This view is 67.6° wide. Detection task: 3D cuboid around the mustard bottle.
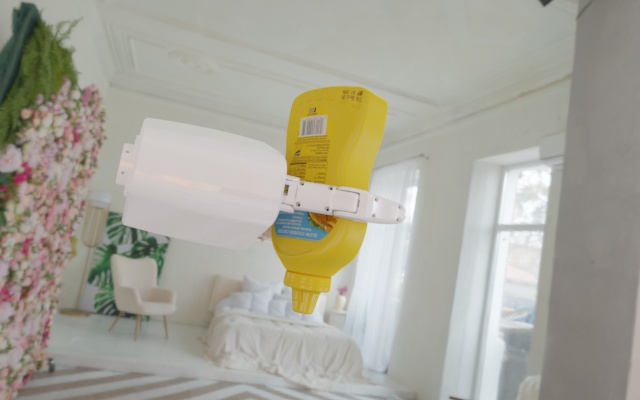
[{"bbox_3d":[0.000,0.001,0.416,0.096,0.191,0.058,4,-9,44],"label":"mustard bottle"}]
